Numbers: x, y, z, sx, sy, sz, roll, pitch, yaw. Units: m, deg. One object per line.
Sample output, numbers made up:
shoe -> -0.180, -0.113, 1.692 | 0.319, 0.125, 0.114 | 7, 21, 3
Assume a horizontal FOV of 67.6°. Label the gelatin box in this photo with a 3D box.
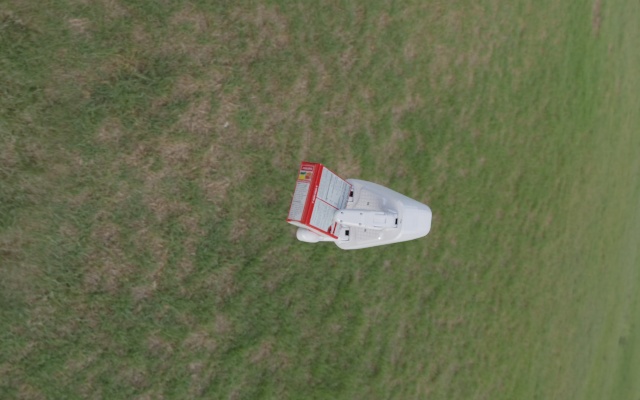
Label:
gelatin box -> 0.000, 0.002, 0.573 | 0.030, 0.073, 0.089 | 9, -11, 30
